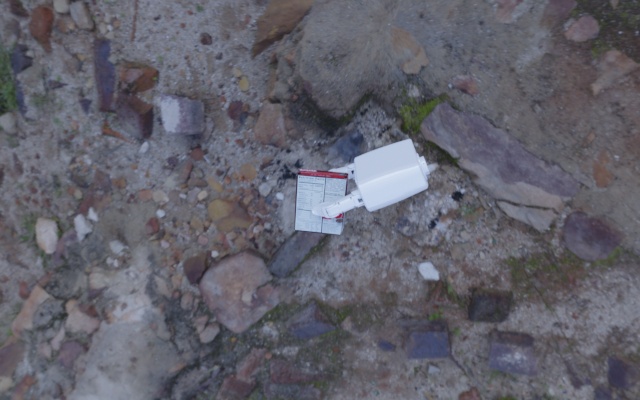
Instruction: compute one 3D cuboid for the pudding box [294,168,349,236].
[{"bbox_3d":[0.000,0.003,0.851,0.090,0.113,0.039,6,20,4],"label":"pudding box"}]
